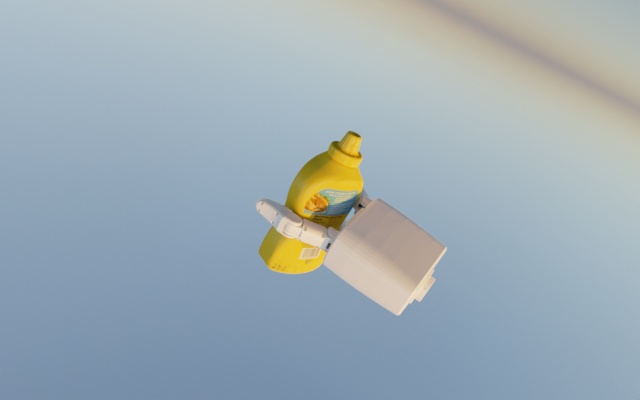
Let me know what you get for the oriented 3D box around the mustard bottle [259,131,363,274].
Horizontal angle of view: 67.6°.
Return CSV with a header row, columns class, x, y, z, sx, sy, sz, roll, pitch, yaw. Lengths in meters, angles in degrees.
class,x,y,z,sx,sy,sz,roll,pitch,yaw
mustard bottle,0.000,0.002,0.584,0.096,0.192,0.058,2,35,-42
